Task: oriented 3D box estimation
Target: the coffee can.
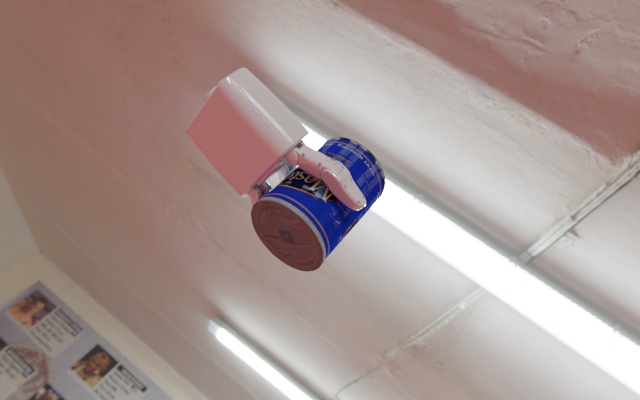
[{"bbox_3d":[0.000,0.002,0.579,0.103,0.103,0.140,0,35,44],"label":"coffee can"}]
